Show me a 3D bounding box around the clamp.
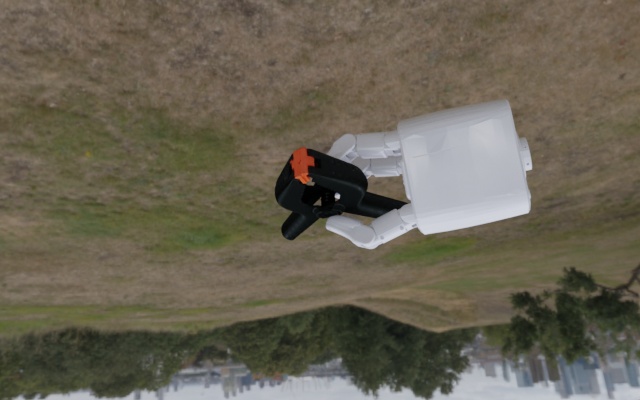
[{"bbox_3d":[0.000,0.002,0.516,0.164,0.036,0.210,-13,-22,18],"label":"clamp"}]
